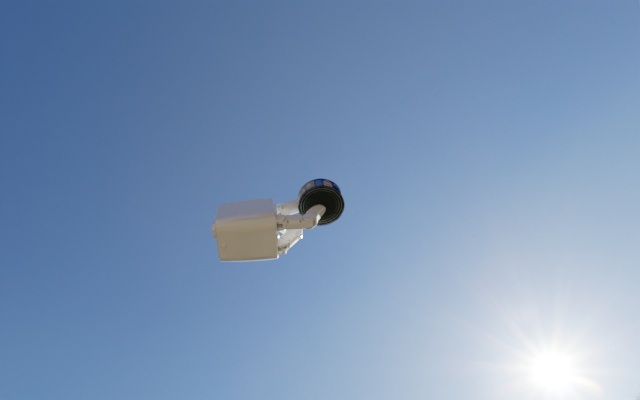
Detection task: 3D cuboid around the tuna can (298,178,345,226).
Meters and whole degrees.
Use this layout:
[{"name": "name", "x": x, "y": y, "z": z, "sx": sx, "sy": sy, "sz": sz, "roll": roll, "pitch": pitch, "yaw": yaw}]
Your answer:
[{"name": "tuna can", "x": 0.000, "y": 0.003, "z": 0.887, "sx": 0.086, "sy": 0.086, "sz": 0.033, "roll": 0, "pitch": 32, "yaw": -7}]
